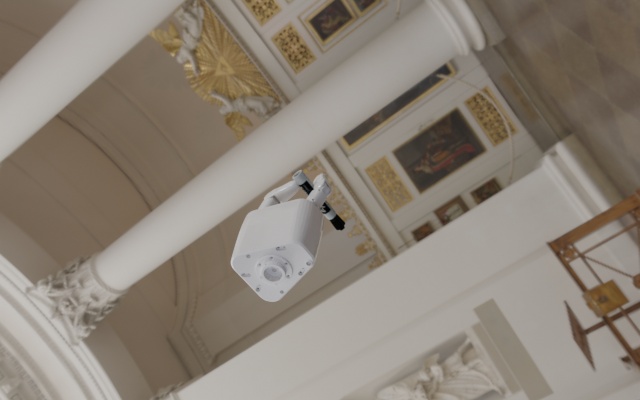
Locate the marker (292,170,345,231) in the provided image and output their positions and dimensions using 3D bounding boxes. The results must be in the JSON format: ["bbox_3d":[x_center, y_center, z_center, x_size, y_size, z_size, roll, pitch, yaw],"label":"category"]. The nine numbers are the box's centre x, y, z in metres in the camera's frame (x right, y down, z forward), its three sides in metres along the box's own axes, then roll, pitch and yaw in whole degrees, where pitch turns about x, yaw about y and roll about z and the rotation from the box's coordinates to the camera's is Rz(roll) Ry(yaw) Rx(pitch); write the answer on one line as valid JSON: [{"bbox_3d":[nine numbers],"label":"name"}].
[{"bbox_3d":[0.000,0.002,0.753,0.020,0.121,0.020,-34,22,15],"label":"marker"}]
